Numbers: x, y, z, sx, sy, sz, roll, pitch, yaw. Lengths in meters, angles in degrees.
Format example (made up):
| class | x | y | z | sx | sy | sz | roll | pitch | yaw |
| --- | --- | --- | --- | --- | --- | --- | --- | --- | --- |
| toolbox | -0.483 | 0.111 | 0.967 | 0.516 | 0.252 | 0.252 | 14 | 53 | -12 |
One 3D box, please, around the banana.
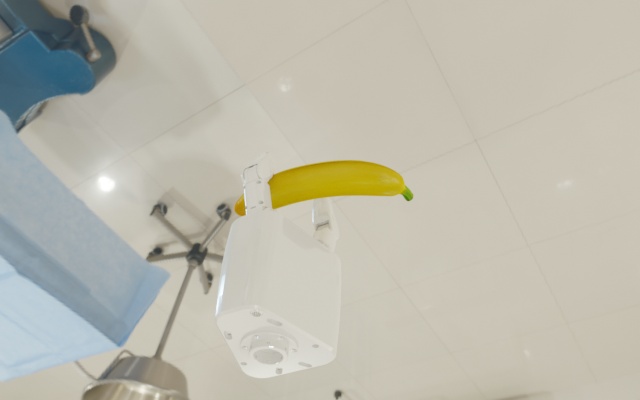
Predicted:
| class | x | y | z | sx | sy | sz | roll | pitch | yaw |
| --- | --- | --- | --- | --- | --- | --- | --- | --- | --- |
| banana | 0.002 | -0.012 | 0.501 | 0.198 | 0.037 | 0.070 | -3 | -45 | 1 |
